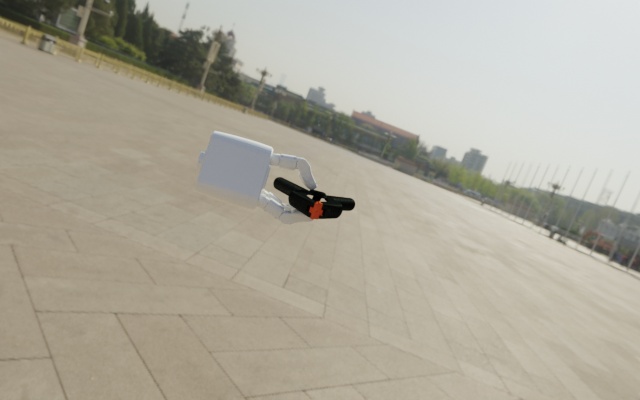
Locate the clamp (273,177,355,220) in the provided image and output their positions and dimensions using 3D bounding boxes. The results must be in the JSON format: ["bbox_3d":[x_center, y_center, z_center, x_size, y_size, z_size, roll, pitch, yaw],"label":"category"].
[{"bbox_3d":[0.000,0.002,0.848,0.164,0.036,0.210,15,8,-11],"label":"clamp"}]
